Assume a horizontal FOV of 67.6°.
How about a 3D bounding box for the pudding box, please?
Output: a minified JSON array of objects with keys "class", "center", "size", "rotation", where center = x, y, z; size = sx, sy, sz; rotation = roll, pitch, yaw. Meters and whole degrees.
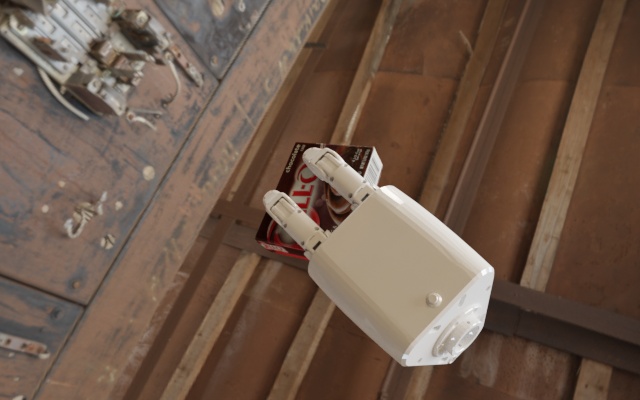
[{"class":"pudding box","center":[0.000,0.002,0.452],"size":[0.090,0.113,0.039],"rotation":[8,-25,31]}]
